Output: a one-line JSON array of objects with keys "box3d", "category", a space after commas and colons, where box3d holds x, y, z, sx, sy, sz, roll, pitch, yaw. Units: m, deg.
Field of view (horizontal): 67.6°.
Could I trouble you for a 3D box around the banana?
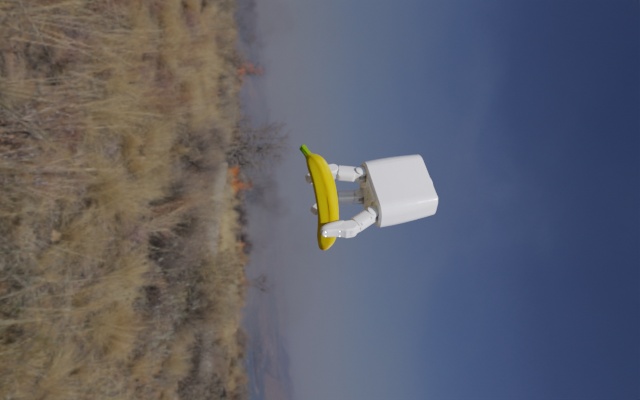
[{"box3d": [0.006, 0.006, 0.799, 0.037, 0.198, 0.069, -15, 23, -15], "category": "banana"}]
